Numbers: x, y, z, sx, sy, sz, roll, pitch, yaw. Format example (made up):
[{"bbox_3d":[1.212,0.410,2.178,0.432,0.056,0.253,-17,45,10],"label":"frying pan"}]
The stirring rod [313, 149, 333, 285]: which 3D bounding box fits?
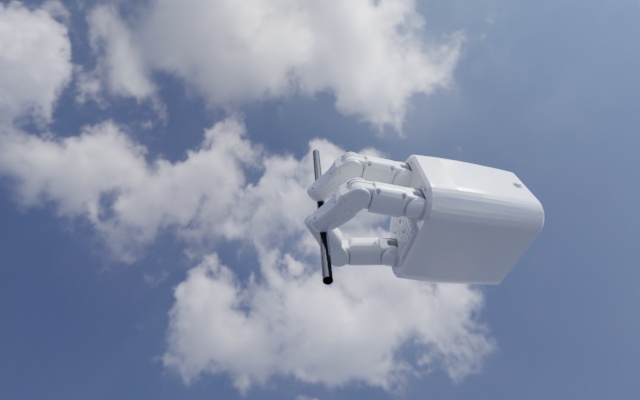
[{"bbox_3d":[0.000,0.002,0.462,0.011,0.011,0.239,0,29,-3],"label":"stirring rod"}]
